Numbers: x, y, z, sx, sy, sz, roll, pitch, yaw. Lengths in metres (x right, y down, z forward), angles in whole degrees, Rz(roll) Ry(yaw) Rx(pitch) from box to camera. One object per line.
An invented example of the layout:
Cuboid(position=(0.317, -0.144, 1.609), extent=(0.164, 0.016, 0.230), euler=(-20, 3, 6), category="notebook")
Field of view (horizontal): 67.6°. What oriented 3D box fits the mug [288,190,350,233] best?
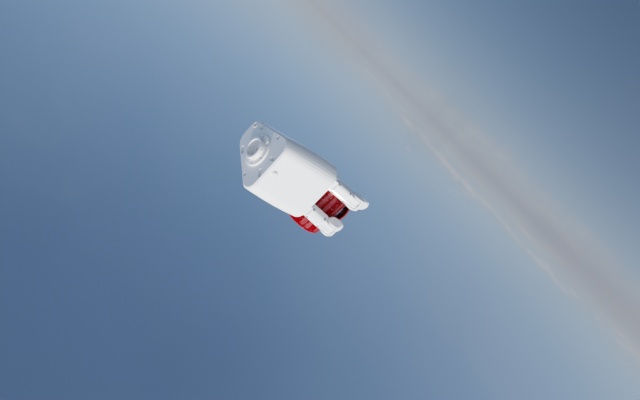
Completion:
Cuboid(position=(0.001, 0.003, 0.787), extent=(0.117, 0.081, 0.093), euler=(31, 21, -43), category="mug")
